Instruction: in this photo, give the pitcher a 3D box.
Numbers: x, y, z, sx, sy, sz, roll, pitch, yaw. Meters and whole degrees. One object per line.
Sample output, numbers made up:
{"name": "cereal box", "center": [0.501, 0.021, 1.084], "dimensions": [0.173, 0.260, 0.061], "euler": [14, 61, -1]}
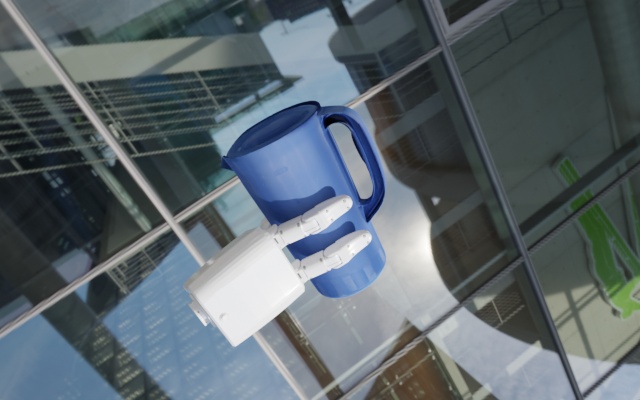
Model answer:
{"name": "pitcher", "center": [0.000, 0.002, 0.611], "dimensions": [0.145, 0.243, 0.149], "euler": [-39, 25, -21]}
